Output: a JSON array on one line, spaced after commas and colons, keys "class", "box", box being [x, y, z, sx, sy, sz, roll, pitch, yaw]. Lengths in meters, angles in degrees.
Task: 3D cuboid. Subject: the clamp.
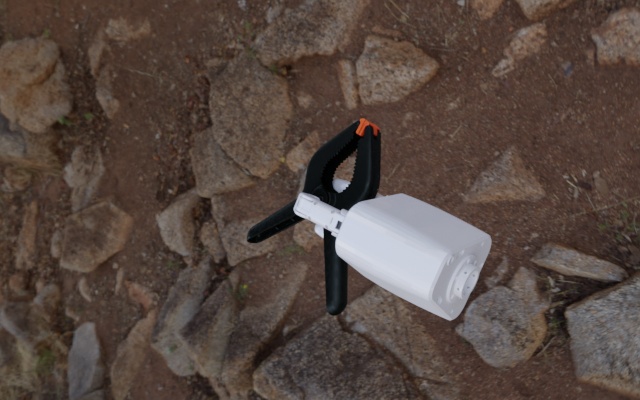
[{"class": "clamp", "box": [0.000, 0.001, 0.551, 0.164, 0.210, 0.036, 26, 7, 35]}]
